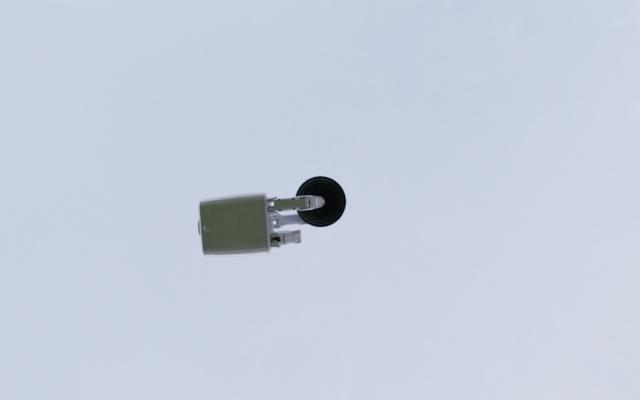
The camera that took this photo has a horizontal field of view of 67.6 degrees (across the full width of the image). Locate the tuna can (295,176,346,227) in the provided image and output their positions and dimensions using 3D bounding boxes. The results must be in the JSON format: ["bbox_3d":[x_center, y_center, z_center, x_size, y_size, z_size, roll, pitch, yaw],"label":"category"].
[{"bbox_3d":[0.000,0.003,0.804,0.086,0.086,0.034,0,-3,0],"label":"tuna can"}]
